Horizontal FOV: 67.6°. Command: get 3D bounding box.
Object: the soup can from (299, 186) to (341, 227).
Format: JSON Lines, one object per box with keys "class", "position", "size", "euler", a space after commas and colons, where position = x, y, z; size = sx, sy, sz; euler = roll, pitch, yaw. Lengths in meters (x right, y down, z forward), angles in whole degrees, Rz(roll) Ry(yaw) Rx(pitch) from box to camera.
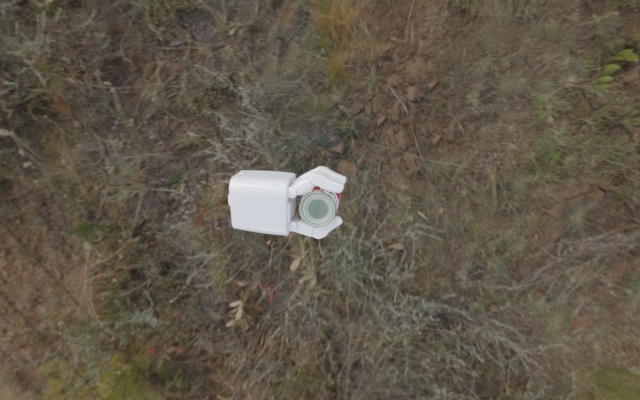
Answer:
{"class": "soup can", "position": [0.001, 0.003, 0.875], "size": [0.068, 0.068, 0.102], "euler": [0, 15, 7]}
